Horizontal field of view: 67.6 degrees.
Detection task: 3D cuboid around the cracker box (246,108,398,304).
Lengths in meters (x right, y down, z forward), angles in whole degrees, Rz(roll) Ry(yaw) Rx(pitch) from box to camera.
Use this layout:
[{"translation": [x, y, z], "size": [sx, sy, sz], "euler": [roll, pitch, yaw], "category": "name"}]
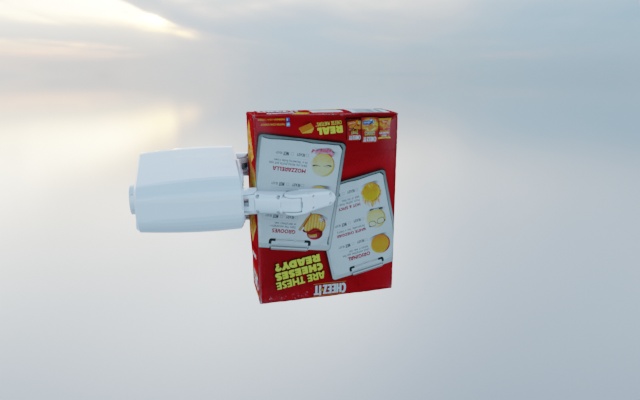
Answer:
[{"translation": [0.000, 0.002, 0.562], "size": [0.164, 0.214, 0.072], "euler": [-4, 15, -14], "category": "cracker box"}]
